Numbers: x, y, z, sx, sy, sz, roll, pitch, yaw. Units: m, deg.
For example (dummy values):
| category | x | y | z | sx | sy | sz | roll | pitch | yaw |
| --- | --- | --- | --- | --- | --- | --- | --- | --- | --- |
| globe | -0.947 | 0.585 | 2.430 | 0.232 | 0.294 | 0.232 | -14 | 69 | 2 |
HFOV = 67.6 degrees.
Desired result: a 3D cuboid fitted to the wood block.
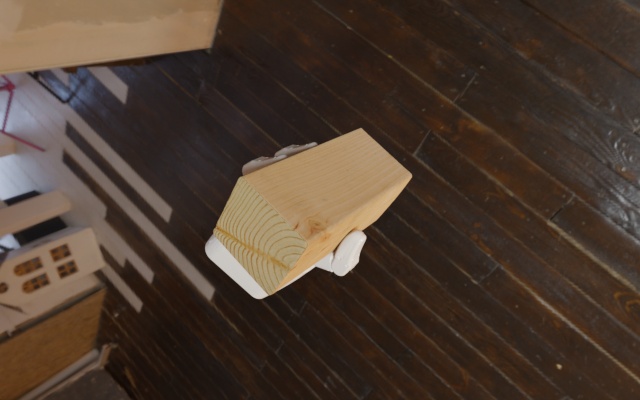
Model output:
| category | x | y | z | sx | sy | sz | roll | pitch | yaw |
| --- | --- | --- | --- | --- | --- | --- | --- | --- | --- |
| wood block | 0.000 | 0.002 | 0.520 | 0.206 | 0.091 | 0.090 | -30 | -20 | -48 |
